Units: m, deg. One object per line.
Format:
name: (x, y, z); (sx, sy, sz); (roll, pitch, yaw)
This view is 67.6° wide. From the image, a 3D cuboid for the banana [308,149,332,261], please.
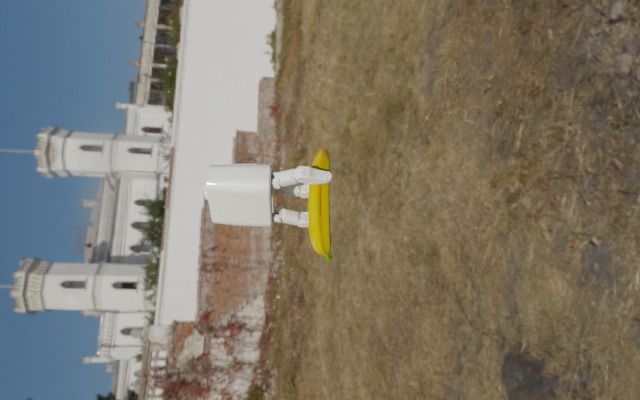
banana: (-0.001, 0.005, 0.811); (0.037, 0.198, 0.069); (-1, -4, 5)
